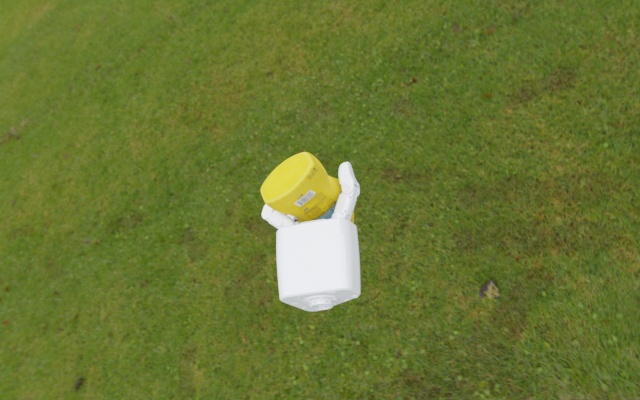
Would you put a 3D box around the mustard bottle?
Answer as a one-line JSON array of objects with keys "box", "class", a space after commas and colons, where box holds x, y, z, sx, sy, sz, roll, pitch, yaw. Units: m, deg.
[{"box": [0.000, 0.002, 0.749, 0.096, 0.058, 0.192, -40, -39, 12], "class": "mustard bottle"}]
